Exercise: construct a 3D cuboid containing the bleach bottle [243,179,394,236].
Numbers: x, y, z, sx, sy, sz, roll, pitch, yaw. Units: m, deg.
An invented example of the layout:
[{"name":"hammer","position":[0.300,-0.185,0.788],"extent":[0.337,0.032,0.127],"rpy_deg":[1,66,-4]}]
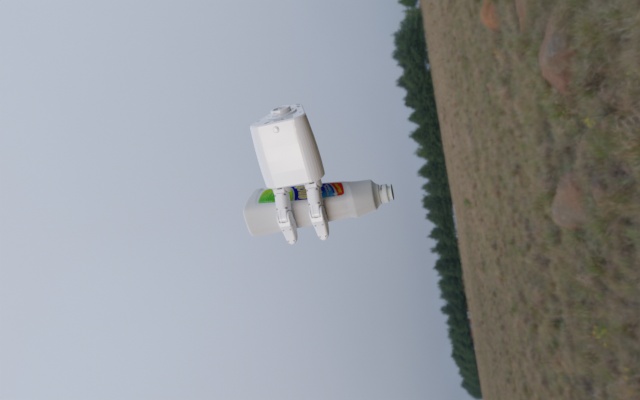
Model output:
[{"name":"bleach bottle","position":[0.000,0.003,0.821],"extent":[0.251,0.068,0.102],"rpy_deg":[-10,23,15]}]
